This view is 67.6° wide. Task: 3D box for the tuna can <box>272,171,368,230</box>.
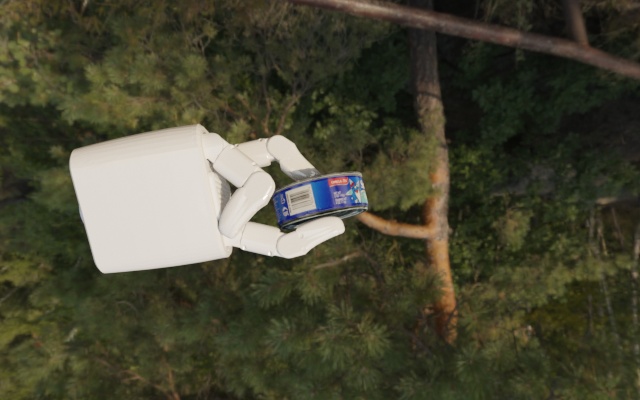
[{"bbox_3d":[0.000,0.002,0.440,0.086,0.033,0.086,-12,-8,-2],"label":"tuna can"}]
